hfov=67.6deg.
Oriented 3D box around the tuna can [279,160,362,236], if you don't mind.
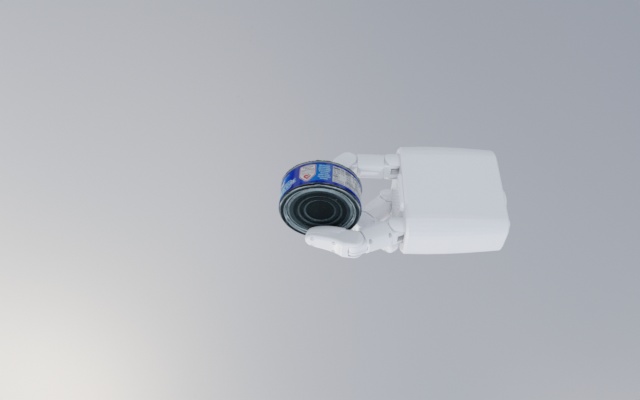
[{"bbox_3d":[0.000,0.001,0.491,0.086,0.033,0.086,2,-42,2],"label":"tuna can"}]
